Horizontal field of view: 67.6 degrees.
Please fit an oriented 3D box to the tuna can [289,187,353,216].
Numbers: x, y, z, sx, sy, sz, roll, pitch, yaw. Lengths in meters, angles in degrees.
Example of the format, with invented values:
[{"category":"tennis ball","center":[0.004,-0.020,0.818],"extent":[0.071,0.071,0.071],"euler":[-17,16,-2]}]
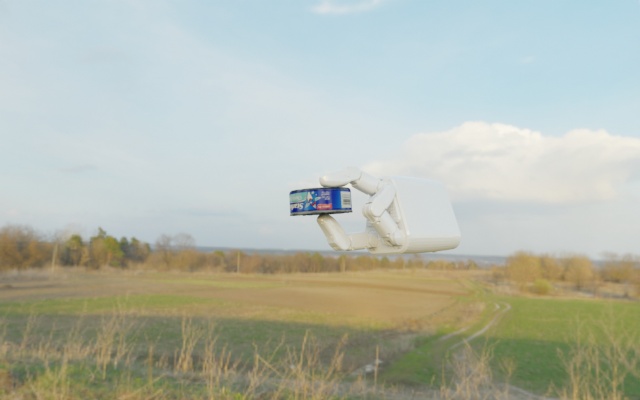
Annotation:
[{"category":"tuna can","center":[0.000,0.002,0.650],"extent":[0.086,0.034,0.086],"euler":[-3,-3,0]}]
